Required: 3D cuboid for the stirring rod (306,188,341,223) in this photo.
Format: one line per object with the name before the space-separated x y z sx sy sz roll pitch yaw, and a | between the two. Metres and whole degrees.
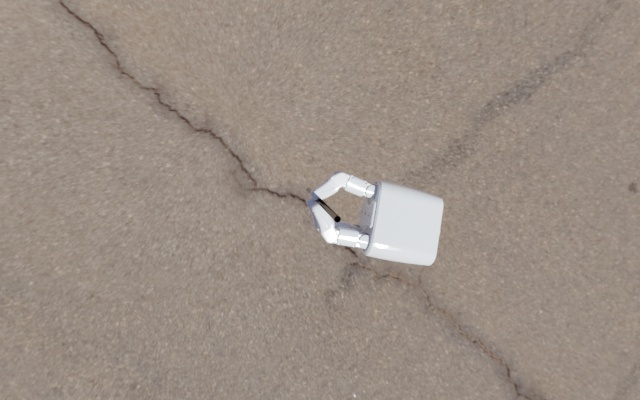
stirring rod | 0.000 0.002 0.687 0.011 0.011 0.239 0 10 -10
